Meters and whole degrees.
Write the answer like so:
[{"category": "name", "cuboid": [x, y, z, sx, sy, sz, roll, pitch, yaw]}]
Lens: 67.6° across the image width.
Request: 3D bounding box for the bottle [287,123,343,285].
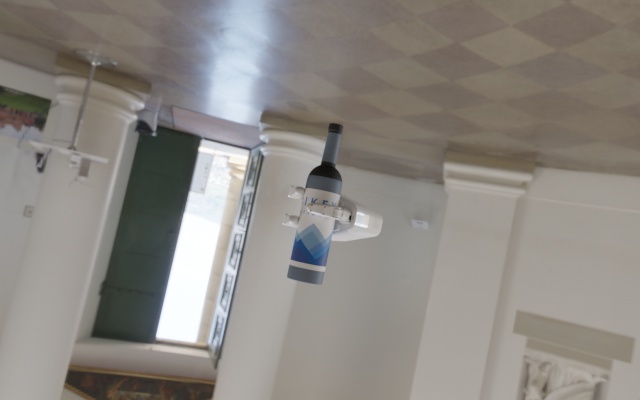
[{"category": "bottle", "cuboid": [0.000, 0.003, 0.882, 0.069, 0.295, 0.069, 12, -4, 1]}]
